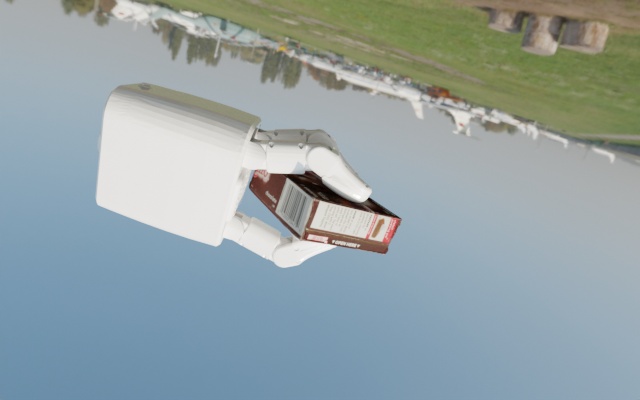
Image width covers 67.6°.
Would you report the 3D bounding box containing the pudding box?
[{"bbox_3d":[0.000,0.001,0.412,0.090,0.039,0.113,12,17,-34],"label":"pudding box"}]
